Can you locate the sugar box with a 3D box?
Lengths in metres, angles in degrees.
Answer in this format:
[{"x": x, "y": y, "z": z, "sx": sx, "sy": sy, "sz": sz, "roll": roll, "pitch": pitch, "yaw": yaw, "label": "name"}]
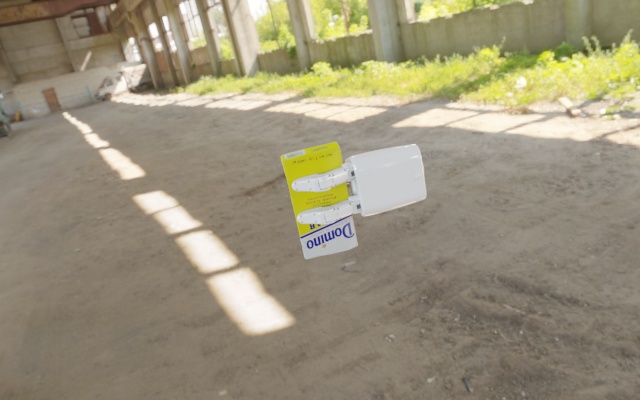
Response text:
[{"x": 0.000, "y": 0.003, "z": 0.771, "sx": 0.093, "sy": 0.176, "sz": 0.048, "roll": -13, "pitch": 19, "yaw": -2, "label": "sugar box"}]
